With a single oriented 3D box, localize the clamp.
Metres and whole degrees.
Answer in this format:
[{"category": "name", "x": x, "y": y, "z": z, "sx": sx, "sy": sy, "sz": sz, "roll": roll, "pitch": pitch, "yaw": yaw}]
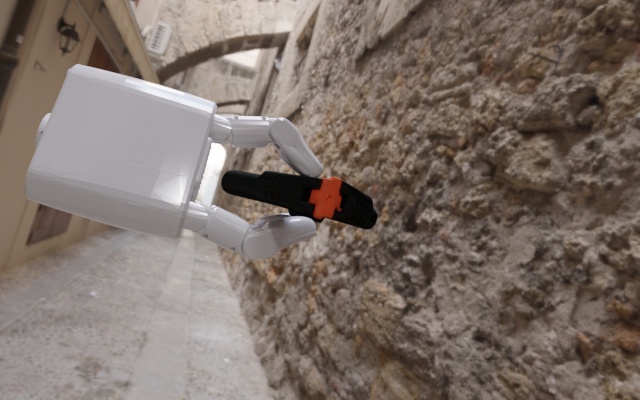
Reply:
[{"category": "clamp", "x": 0.000, "y": 0.001, "z": 0.412, "sx": 0.164, "sy": 0.036, "sz": 0.210, "roll": 14, "pitch": -2, "yaw": -14}]
